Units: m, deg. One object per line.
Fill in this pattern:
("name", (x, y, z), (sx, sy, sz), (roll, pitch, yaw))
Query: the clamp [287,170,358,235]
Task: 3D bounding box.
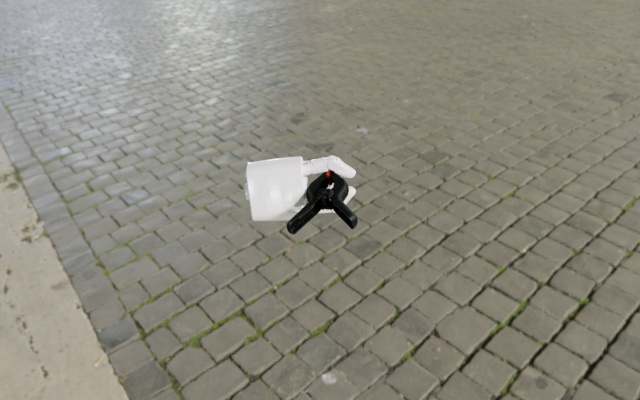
("clamp", (0.000, 0.002, 0.852), (0.120, 0.039, 0.171), (-6, 32, 2))
